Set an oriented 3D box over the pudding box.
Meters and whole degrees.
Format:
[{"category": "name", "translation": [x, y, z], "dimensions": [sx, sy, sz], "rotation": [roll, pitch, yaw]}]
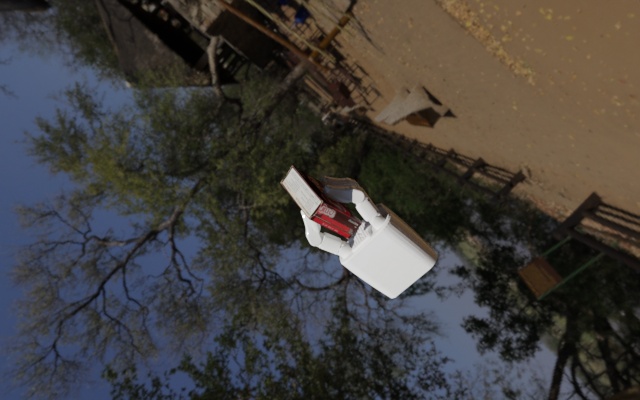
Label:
[{"category": "pudding box", "translation": [0.000, 0.003, 0.725], "dimensions": [0.090, 0.039, 0.113], "rotation": [30, 11, -40]}]
